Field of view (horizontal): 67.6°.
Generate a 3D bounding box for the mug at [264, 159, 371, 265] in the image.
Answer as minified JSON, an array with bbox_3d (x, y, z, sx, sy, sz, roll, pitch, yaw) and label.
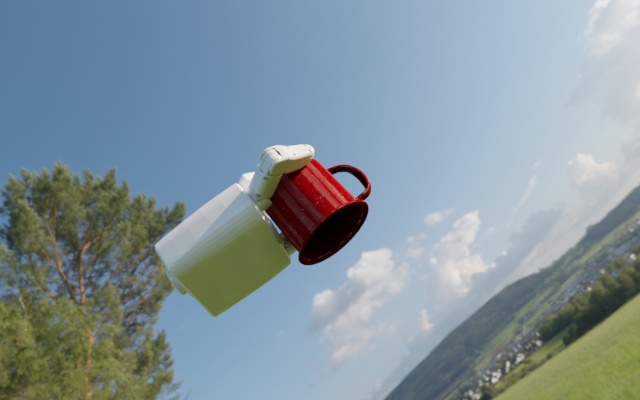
[{"bbox_3d":[0.001,0.001,0.515,0.117,0.081,0.093,-37,-26,-13],"label":"mug"}]
